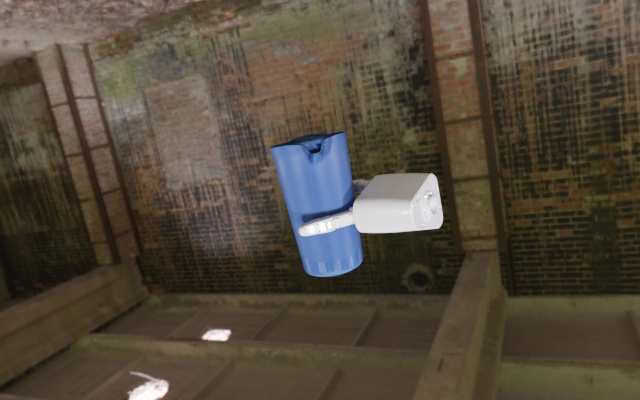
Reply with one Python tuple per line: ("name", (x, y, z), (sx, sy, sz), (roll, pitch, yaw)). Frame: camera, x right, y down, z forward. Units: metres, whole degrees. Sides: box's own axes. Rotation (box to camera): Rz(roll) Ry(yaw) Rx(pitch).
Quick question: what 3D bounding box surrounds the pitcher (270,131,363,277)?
("pitcher", (0.000, 0.003, 0.853), (0.145, 0.243, 0.149), (-4, 13, 37))
